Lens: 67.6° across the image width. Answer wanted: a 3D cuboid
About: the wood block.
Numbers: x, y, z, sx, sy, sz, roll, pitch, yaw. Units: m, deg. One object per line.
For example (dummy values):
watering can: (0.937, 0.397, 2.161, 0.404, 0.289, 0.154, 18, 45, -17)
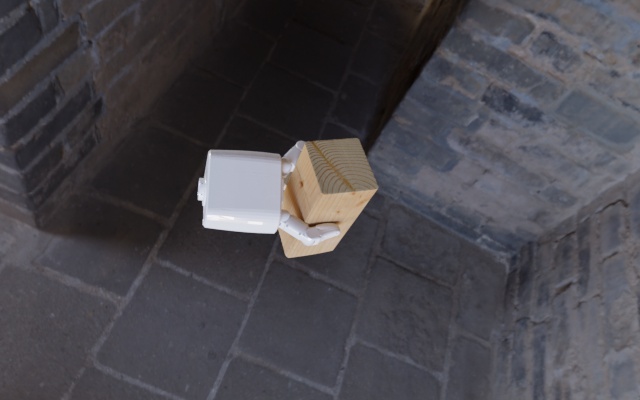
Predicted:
wood block: (0.000, 0.003, 0.752, 0.090, 0.090, 0.206, -7, -28, -23)
